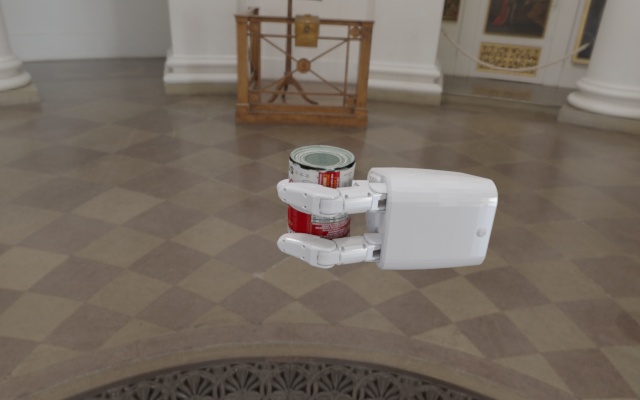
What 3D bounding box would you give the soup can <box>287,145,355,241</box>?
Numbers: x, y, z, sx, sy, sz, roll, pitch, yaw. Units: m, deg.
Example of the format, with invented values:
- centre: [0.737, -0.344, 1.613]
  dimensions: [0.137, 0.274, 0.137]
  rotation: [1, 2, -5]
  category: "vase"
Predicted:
- centre: [0.000, 0.001, 0.493]
  dimensions: [0.068, 0.102, 0.068]
  rotation: [2, 25, -1]
  category: "soup can"
